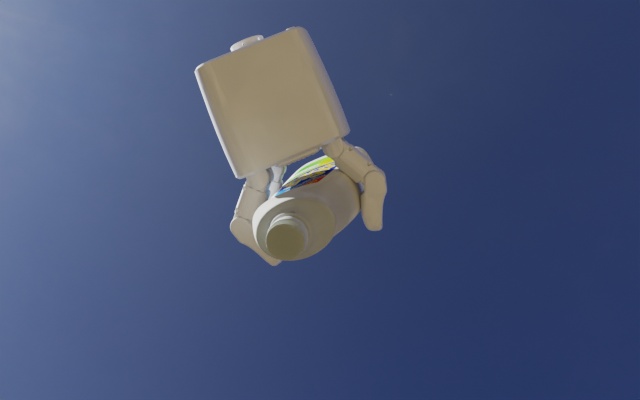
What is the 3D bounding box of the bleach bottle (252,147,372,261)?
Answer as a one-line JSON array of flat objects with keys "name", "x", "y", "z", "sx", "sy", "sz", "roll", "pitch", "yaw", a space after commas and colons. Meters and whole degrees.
[{"name": "bleach bottle", "x": 0.000, "y": 0.002, "z": 0.466, "sx": 0.102, "sy": 0.068, "sz": 0.250, "roll": -19, "pitch": 9, "yaw": 12}]
